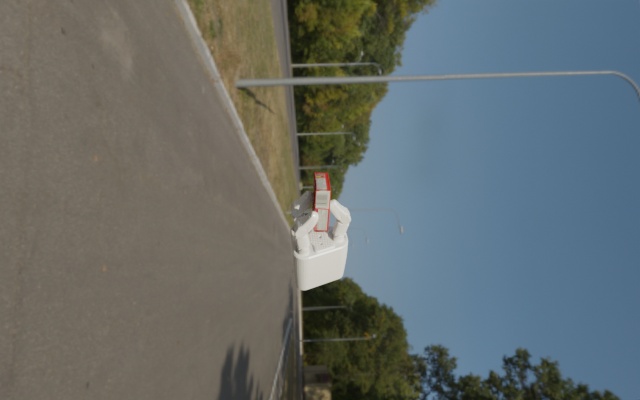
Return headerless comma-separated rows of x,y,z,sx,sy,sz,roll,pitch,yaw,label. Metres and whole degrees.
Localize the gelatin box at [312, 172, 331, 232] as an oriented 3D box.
0.001,0.003,0.889,0.030,0.089,0.073,1,30,-4,gelatin box
